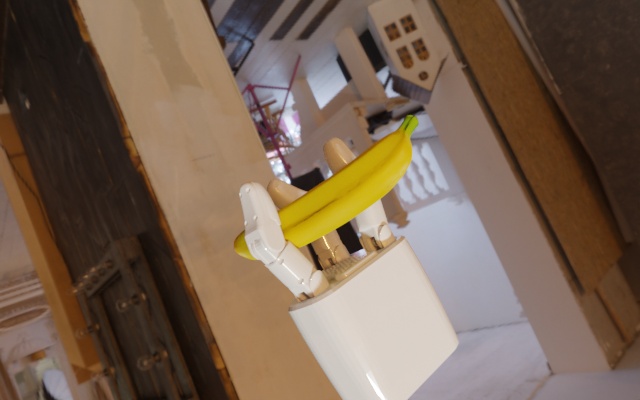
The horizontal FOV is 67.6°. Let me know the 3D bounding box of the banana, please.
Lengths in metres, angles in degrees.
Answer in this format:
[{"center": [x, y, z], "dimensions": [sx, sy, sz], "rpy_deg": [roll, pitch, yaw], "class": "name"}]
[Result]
[{"center": [0.000, 0.005, 0.383], "dimensions": [0.198, 0.037, 0.069], "rpy_deg": [-33, 9, 18], "class": "banana"}]
